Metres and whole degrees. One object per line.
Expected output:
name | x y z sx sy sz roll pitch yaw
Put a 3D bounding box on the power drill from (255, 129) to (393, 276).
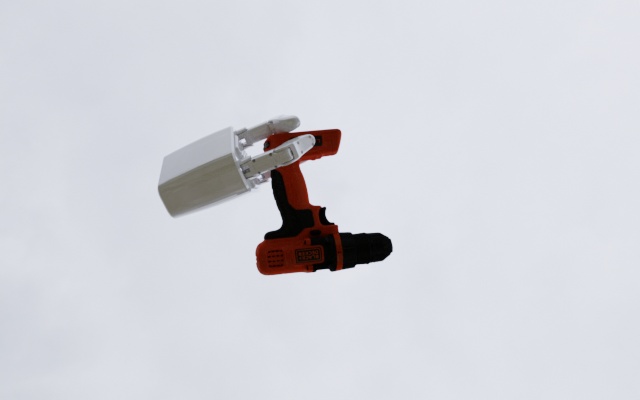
power drill | 0.000 0.002 0.635 0.184 0.187 0.057 -5 -4 -11
